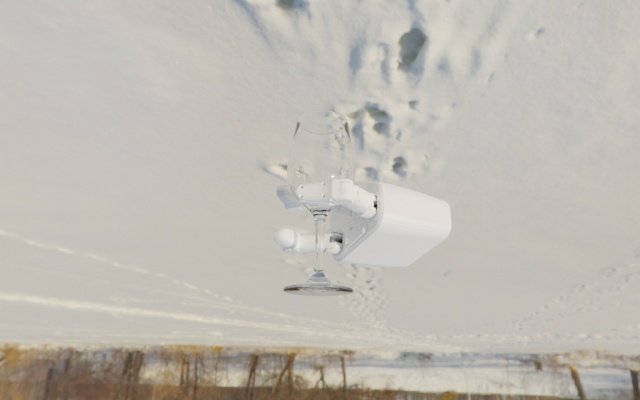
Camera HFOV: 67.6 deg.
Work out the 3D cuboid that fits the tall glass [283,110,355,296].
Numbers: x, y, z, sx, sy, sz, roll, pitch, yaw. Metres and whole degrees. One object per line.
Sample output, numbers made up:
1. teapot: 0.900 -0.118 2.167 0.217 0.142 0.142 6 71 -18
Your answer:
1. tall glass: 0.000 0.002 0.536 0.079 0.201 0.079 1 -18 0
